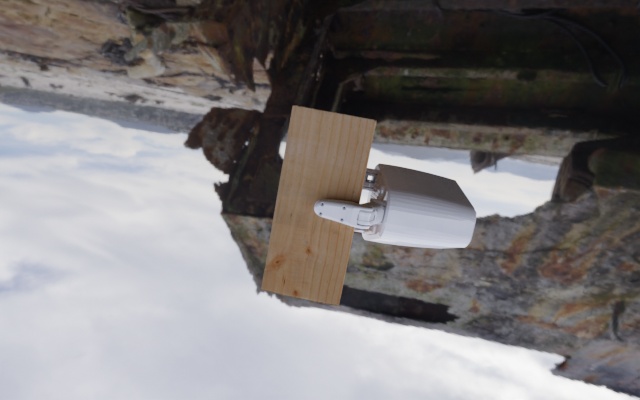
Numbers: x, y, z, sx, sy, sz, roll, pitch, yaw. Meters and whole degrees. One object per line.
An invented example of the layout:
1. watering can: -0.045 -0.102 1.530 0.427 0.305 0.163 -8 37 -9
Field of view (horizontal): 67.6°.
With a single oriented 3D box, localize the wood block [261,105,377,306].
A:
1. wood block: 0.000 0.002 0.551 0.090 0.206 0.091 11 9 5
